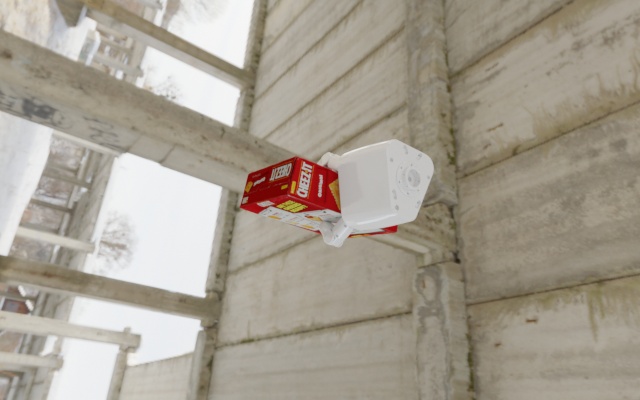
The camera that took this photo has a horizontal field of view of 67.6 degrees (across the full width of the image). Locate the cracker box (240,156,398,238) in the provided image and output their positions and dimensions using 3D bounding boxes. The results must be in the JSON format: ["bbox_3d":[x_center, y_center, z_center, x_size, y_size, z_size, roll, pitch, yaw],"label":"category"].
[{"bbox_3d":[0.000,0.003,0.797,0.214,0.072,0.164,20,-19,-31],"label":"cracker box"}]
